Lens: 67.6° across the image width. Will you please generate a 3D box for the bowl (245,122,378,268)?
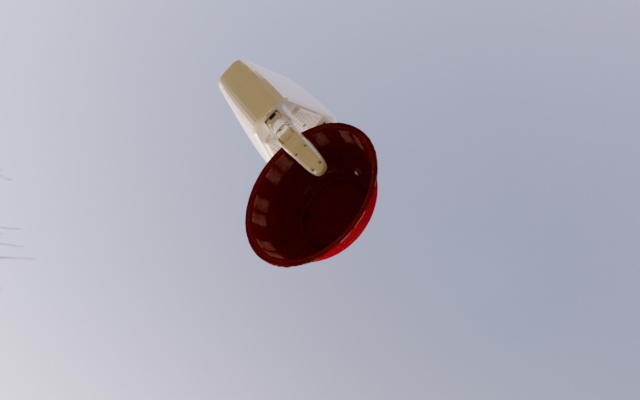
[{"bbox_3d":[0.001,0.003,0.492,0.162,0.162,0.055,0,-27,40],"label":"bowl"}]
